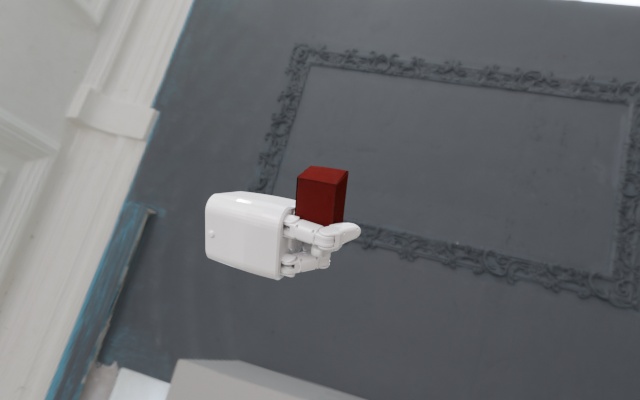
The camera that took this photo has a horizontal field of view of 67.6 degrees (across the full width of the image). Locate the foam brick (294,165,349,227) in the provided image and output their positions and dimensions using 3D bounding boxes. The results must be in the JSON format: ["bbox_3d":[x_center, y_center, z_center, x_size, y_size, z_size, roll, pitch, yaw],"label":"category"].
[{"bbox_3d":[0.000,0.002,0.597,0.051,0.078,0.053,13,24,16],"label":"foam brick"}]
